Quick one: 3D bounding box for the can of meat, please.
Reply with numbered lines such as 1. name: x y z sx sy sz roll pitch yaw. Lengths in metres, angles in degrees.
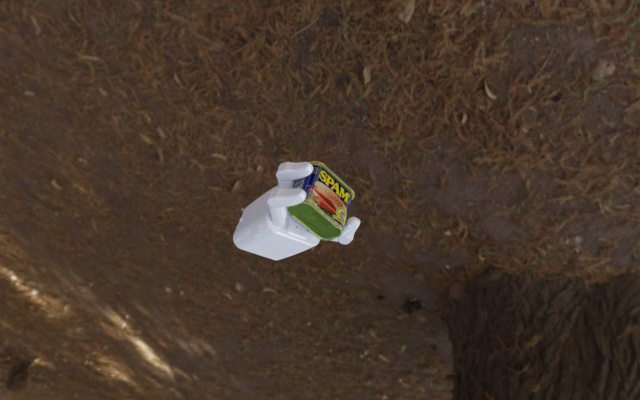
1. can of meat: 0.000 0.003 0.760 0.057 0.084 0.102 -25 -55 40
